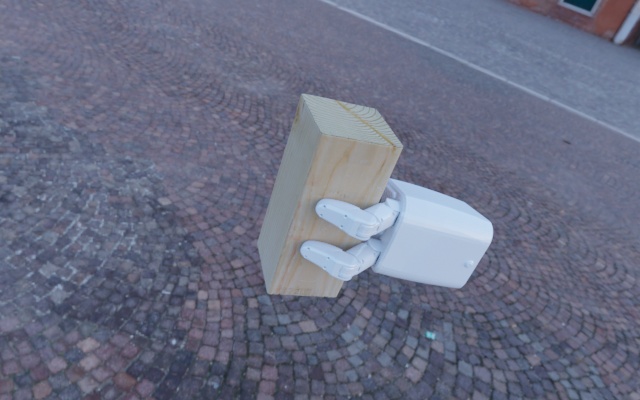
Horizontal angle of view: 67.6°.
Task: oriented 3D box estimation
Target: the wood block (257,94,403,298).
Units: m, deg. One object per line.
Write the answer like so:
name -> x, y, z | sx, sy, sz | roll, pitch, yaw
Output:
wood block -> 0.000, 0.001, 0.530 | 0.090, 0.206, 0.090 | 7, 33, -20
